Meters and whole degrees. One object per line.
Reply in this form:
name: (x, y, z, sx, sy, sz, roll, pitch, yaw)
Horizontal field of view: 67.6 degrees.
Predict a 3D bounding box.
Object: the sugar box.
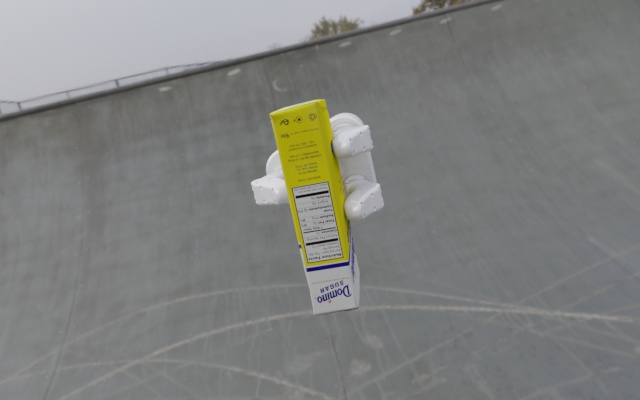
sugar box: (0.001, 0.001, 0.428, 0.048, 0.176, 0.093, -13, 12, 8)
